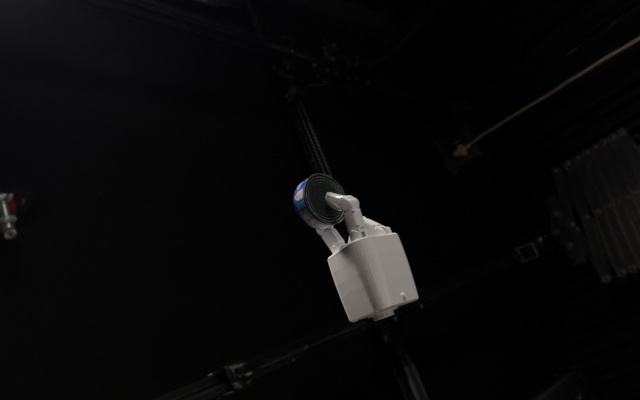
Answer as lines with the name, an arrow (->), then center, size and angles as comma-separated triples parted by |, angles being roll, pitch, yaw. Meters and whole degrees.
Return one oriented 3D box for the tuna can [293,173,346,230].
tuna can -> 0.000, 0.003, 0.758 | 0.086, 0.086, 0.034 | 0, -21, -40
